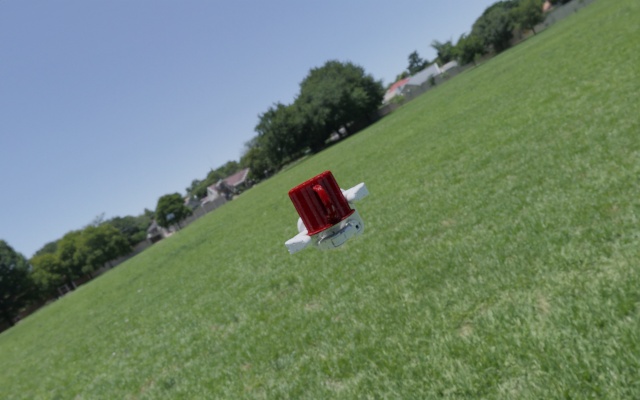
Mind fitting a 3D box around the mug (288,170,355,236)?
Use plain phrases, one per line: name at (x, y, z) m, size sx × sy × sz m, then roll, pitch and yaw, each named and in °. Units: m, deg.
mug at (0.000, 0.002, 0.784) m, size 0.093 × 0.081 × 0.117 m, roll -28°, pitch 4°, yaw -6°
